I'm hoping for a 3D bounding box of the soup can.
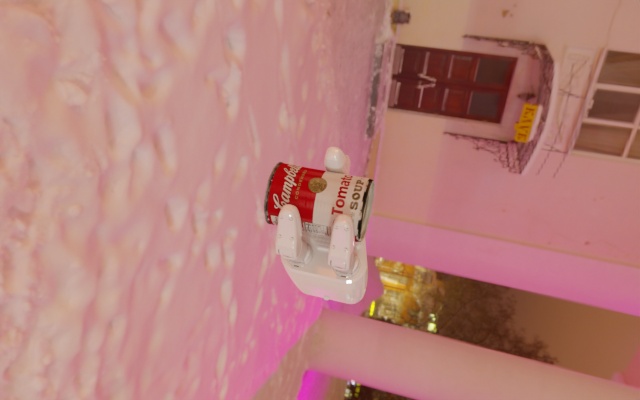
[{"bbox_3d":[0.000,0.001,0.500,0.102,0.068,0.068,11,2,12],"label":"soup can"}]
